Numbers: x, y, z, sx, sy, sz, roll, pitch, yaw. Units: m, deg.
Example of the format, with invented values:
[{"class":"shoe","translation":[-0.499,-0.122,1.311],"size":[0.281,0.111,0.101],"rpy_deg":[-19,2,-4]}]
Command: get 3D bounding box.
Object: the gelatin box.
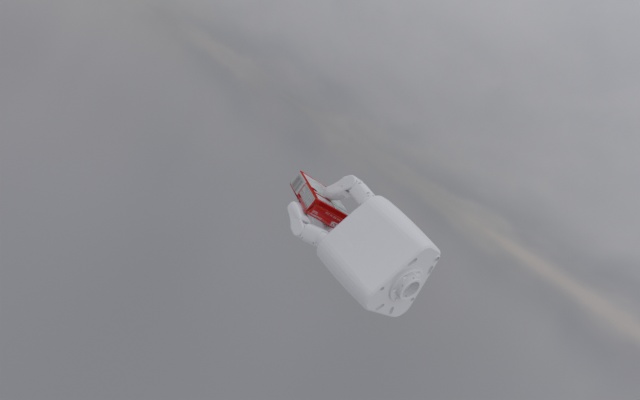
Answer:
[{"class":"gelatin box","translation":[0.000,0.002,0.700],"size":[0.073,0.030,0.089],"rpy_deg":[31,16,-33]}]
